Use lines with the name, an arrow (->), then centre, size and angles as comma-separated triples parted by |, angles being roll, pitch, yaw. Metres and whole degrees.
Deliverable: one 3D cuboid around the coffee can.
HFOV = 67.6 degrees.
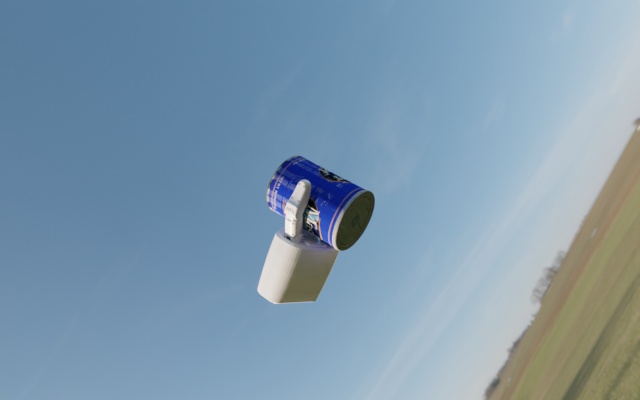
coffee can -> 0.000, 0.002, 0.758 | 0.140, 0.103, 0.103 | 29, 14, 28
